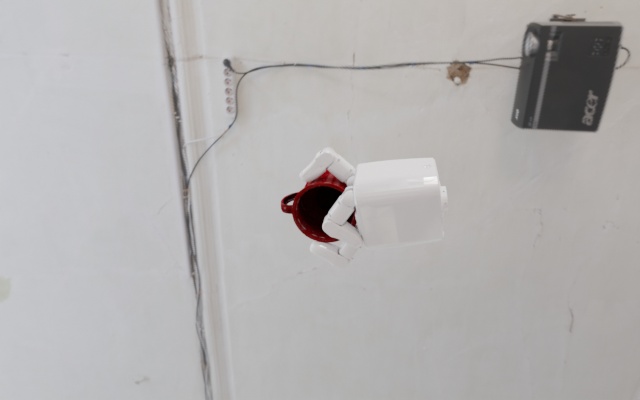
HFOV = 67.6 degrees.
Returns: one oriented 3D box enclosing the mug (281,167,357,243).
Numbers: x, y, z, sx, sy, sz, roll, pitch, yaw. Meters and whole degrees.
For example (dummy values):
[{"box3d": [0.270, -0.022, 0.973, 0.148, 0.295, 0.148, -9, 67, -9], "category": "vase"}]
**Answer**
[{"box3d": [-0.001, 0.002, 0.698, 0.117, 0.093, 0.081, -4, 24, 11], "category": "mug"}]
